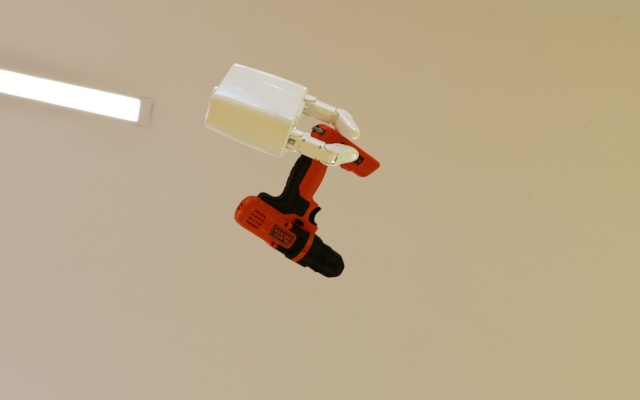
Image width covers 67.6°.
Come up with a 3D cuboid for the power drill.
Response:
[{"bbox_3d":[0.000,0.002,0.676,0.184,0.187,0.057,34,2,-23],"label":"power drill"}]
